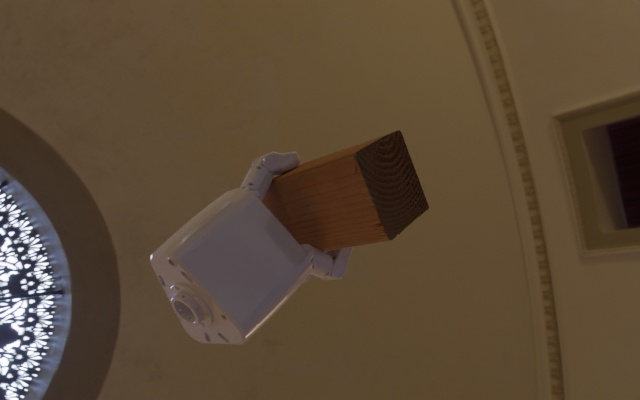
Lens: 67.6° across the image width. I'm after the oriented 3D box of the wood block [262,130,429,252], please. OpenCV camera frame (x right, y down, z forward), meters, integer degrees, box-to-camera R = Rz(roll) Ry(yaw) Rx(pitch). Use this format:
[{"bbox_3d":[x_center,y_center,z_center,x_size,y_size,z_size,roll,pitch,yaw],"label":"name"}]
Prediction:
[{"bbox_3d":[0.000,0.002,0.532,0.206,0.091,0.090,-14,11,43],"label":"wood block"}]
